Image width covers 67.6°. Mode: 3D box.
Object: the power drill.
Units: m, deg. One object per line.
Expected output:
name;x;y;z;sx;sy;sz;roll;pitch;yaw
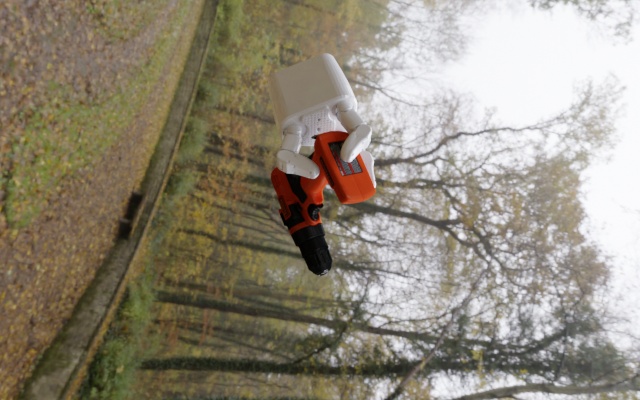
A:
power drill;0.000;0.002;0.684;0.057;0.184;0.188;-15;-15;-34
